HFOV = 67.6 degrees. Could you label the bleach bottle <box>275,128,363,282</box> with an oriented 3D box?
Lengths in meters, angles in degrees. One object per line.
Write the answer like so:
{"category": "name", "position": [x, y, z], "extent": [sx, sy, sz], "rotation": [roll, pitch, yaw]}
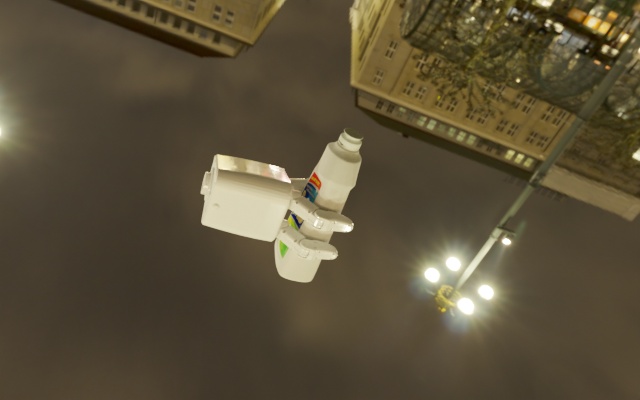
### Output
{"category": "bleach bottle", "position": [0.000, 0.002, 0.715], "extent": [0.068, 0.251, 0.102], "rotation": [14, 33, -16]}
